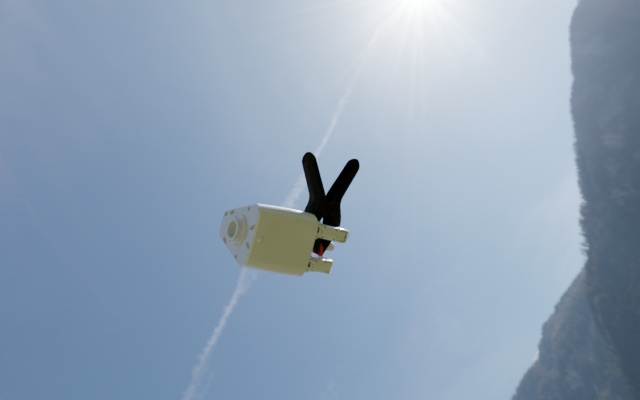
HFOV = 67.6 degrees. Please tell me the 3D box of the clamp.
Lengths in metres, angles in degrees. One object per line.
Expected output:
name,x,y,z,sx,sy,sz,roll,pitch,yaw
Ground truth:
clamp,0.000,0.003,0.769,0.120,0.171,0.039,15,0,-40
